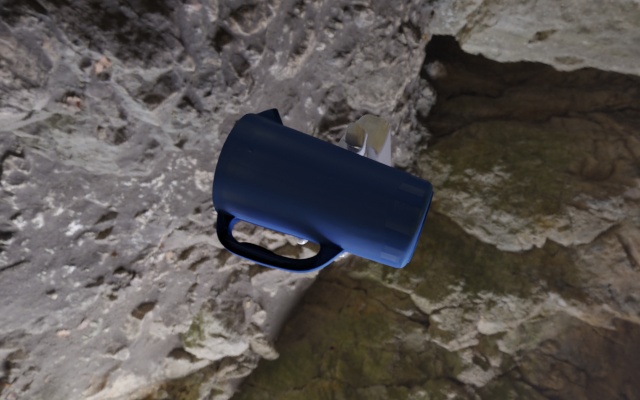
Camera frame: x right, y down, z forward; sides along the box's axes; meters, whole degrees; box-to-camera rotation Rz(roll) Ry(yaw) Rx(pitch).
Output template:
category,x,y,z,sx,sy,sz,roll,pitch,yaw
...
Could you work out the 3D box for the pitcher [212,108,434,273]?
category,x,y,z,sx,sy,sz,roll,pitch,yaw
pitcher,0.000,0.002,0.573,0.243,0.149,0.145,19,32,10
